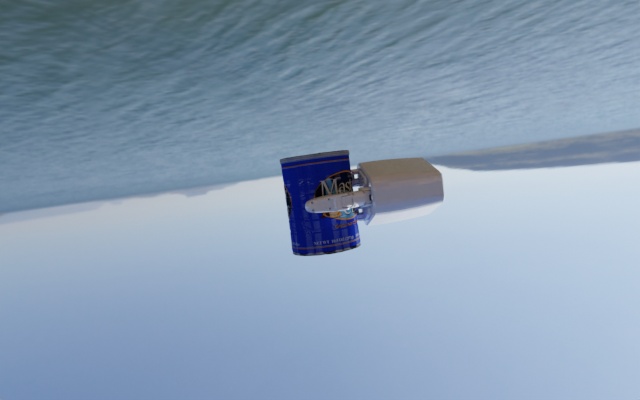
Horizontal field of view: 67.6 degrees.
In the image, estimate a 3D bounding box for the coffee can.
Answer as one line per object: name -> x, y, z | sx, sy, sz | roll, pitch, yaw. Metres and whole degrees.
coffee can -> 0.000, 0.002, 0.702 | 0.103, 0.140, 0.103 | -8, 4, 0
